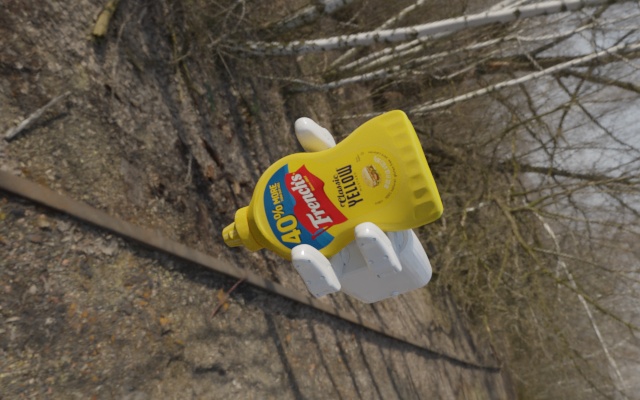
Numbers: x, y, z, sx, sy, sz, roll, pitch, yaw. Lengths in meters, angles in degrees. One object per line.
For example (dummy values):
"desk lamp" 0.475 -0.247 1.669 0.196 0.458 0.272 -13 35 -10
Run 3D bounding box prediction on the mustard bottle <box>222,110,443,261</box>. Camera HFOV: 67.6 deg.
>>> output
"mustard bottle" 0.000 0.001 0.416 0.191 0.096 0.058 -21 -9 16
